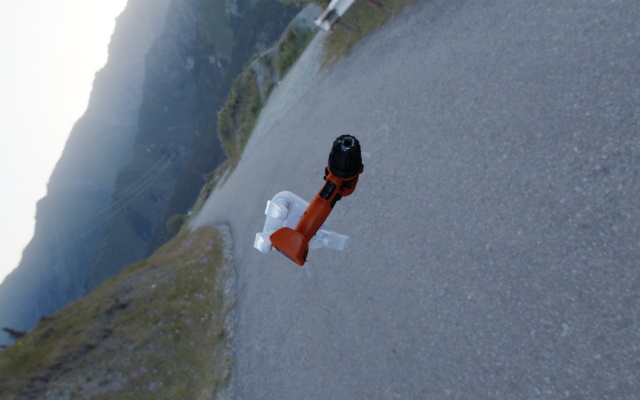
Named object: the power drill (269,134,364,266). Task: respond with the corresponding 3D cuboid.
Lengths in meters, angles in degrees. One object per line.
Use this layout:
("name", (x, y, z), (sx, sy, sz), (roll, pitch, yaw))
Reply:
("power drill", (0.000, 0.003, 0.720), (0.057, 0.187, 0.184), (34, -14, 12))
